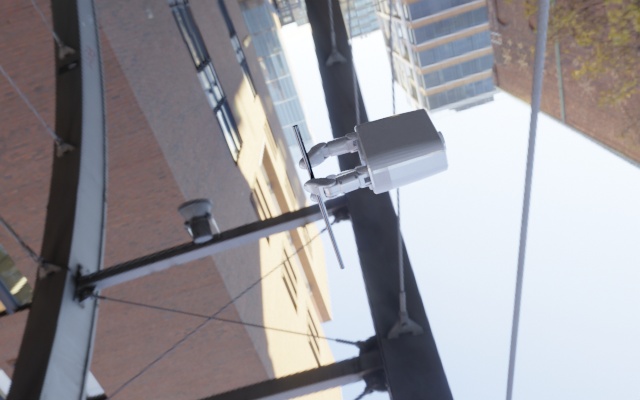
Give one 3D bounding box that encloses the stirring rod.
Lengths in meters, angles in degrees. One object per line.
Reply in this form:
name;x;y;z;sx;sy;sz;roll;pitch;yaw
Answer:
stirring rod;0.000;0.002;0.698;0.011;0.240;0.011;-15;25;7
